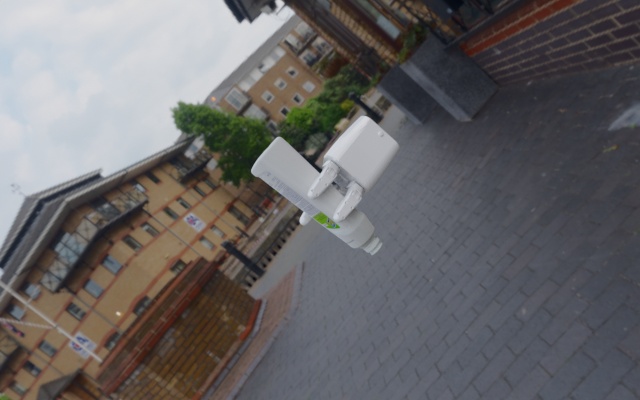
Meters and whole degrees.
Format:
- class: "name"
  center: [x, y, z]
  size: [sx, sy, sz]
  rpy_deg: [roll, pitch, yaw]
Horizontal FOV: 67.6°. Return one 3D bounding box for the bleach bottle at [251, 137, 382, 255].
- class: "bleach bottle"
  center: [0.000, 0.003, 0.813]
  size: [0.251, 0.068, 0.102]
  rpy_deg: [41, -16, -6]
